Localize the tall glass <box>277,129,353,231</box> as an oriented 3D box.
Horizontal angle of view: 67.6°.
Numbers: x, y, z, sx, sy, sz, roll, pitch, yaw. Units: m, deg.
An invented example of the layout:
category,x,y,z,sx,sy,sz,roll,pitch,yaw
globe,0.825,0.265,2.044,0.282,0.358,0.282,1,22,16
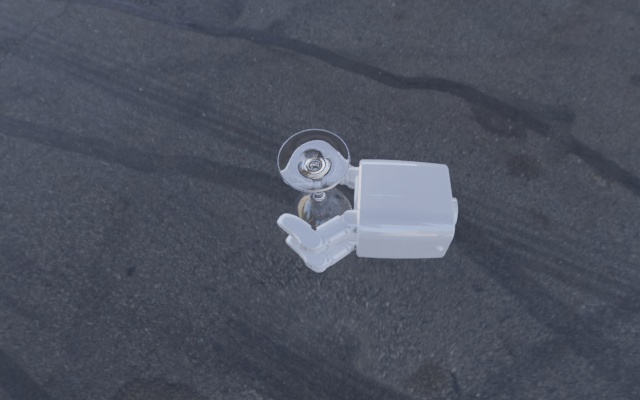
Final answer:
category,x,y,z,sx,sy,sz,roll,pitch,yaw
tall glass,0.000,0.002,0.571,0.079,0.079,0.201,0,-26,4
